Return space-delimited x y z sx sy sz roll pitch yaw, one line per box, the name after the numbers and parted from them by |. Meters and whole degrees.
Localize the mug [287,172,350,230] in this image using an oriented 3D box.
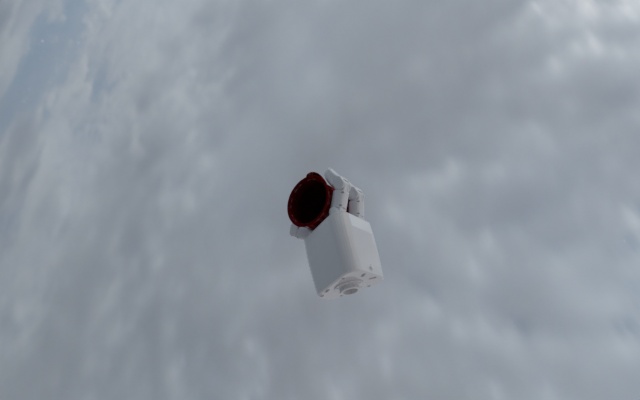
0.000 0.002 0.850 0.093 0.117 0.081 -30 -35 28 | mug
